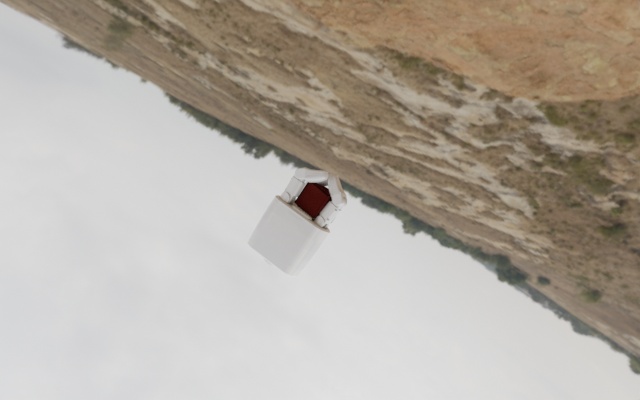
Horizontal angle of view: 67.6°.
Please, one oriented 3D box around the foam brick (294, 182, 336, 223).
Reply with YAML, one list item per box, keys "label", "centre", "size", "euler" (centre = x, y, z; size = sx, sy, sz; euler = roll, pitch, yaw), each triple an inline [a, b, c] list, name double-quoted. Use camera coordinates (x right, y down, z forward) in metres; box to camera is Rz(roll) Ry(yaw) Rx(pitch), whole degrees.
- label: "foam brick"
  centre: [0.000, 0.003, 0.880]
  size: [0.053, 0.051, 0.078]
  euler: [38, 8, 28]
